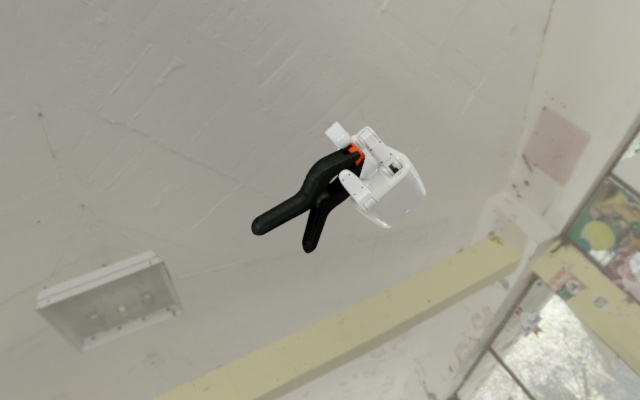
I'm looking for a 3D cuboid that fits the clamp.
[{"bbox_3d":[0.000,0.002,0.635,0.039,0.171,0.120,52,8,33],"label":"clamp"}]
